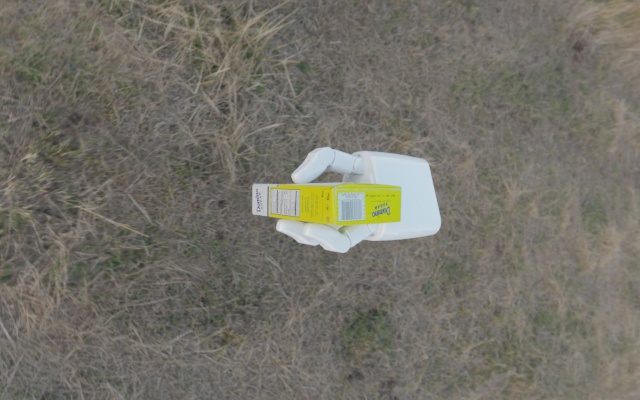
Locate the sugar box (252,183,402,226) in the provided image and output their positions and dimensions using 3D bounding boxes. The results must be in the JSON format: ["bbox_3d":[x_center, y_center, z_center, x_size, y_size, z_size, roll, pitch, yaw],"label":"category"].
[{"bbox_3d":[0.000,0.002,0.559,0.093,0.048,0.176,0,0,-35],"label":"sugar box"}]
